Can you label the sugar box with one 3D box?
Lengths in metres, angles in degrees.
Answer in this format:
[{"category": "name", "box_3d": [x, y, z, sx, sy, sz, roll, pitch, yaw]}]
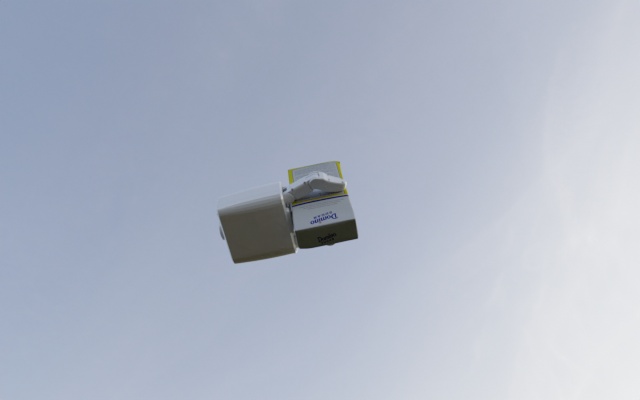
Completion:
[{"category": "sugar box", "box_3d": [0.000, 0.003, 0.768, 0.093, 0.048, 0.176, -11, 37, 1]}]
